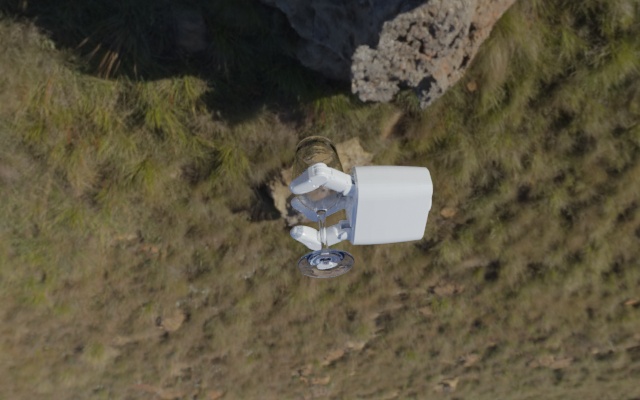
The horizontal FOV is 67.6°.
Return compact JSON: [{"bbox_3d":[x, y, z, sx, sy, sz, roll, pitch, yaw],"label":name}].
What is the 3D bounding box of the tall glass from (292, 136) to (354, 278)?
[{"bbox_3d":[0.000,0.003,0.674,0.079,0.201,0.079,-4,-35,-3],"label":"tall glass"}]
